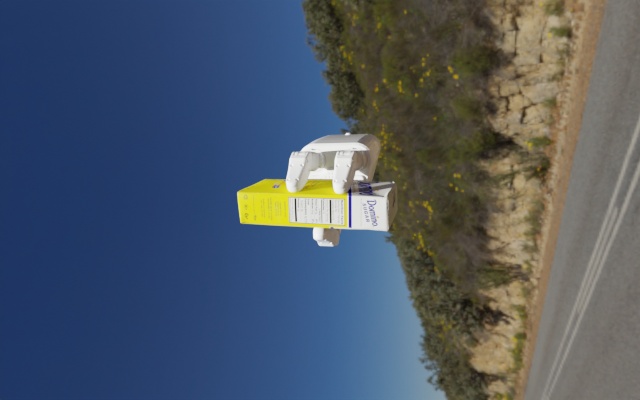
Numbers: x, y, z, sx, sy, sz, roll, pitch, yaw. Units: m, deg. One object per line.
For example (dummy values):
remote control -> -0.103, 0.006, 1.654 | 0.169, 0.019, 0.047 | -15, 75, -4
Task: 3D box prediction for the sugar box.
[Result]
sugar box -> 0.000, 0.001, 0.573 | 0.176, 0.048, 0.093 | -1, 13, 15
